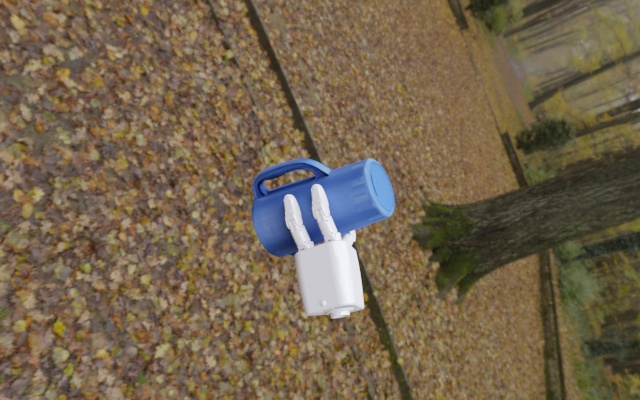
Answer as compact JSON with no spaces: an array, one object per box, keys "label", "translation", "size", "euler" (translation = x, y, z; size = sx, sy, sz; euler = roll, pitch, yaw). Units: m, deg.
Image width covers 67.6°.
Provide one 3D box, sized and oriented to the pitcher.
[{"label":"pitcher","translation":[0.000,0.003,0.868],"size":[0.243,0.145,0.149],"euler":[-20,-24,26]}]
